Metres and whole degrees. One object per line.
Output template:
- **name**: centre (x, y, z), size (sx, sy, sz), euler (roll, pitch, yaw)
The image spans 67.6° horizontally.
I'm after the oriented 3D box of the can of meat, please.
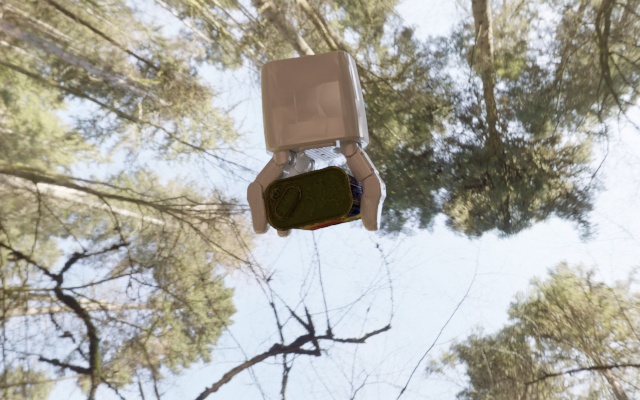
- **can of meat**: centre (0.000, 0.002, 0.551), size (0.102, 0.057, 0.084), euler (-14, -10, 21)
